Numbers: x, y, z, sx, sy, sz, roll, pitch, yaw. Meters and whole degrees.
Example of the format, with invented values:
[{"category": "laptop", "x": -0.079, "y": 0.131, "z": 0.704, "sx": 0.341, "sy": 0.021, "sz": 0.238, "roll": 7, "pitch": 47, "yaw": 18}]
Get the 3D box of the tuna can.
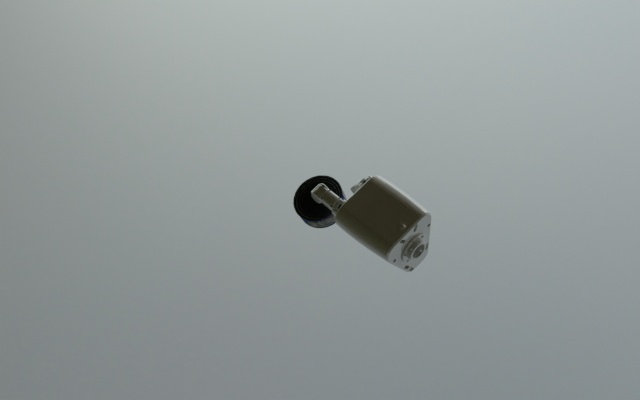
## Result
[{"category": "tuna can", "x": 0.000, "y": 0.003, "z": 0.798, "sx": 0.086, "sy": 0.086, "sz": 0.034, "roll": 0, "pitch": -28, "yaw": 21}]
